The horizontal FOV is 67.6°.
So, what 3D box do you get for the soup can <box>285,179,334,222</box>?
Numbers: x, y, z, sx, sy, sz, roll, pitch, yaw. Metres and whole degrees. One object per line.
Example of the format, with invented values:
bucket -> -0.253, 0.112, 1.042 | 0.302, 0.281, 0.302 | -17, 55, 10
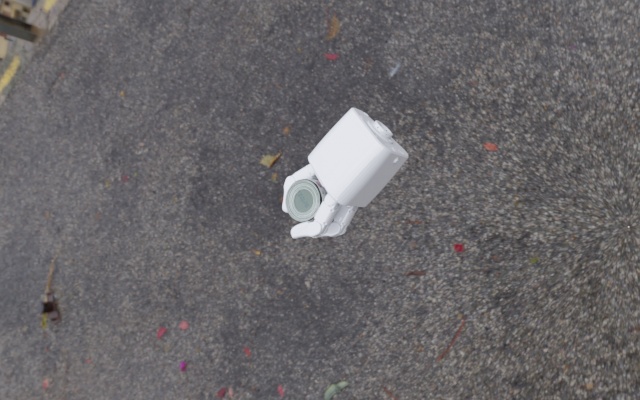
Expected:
soup can -> 0.000, 0.003, 0.765 | 0.068, 0.068, 0.102 | 0, -3, 33
